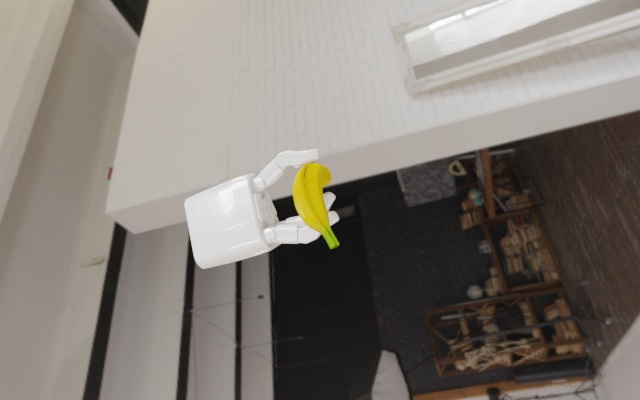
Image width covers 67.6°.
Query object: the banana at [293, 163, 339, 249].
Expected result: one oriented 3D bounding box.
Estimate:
[{"bbox_3d":[-0.008,-0.011,0.619,0.037,0.070,0.197,-23,25,12],"label":"banana"}]
